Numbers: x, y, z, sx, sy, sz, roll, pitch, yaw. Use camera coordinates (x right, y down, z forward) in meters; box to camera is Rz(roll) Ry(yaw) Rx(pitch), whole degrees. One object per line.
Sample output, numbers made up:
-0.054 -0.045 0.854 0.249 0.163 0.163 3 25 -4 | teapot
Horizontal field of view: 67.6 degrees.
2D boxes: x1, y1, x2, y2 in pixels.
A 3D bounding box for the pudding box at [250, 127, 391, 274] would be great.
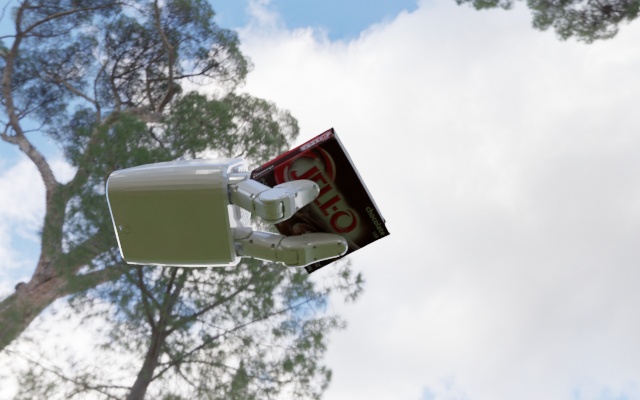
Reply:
0.000 0.001 0.447 0.090 0.113 0.039 -27 23 13 | pudding box
